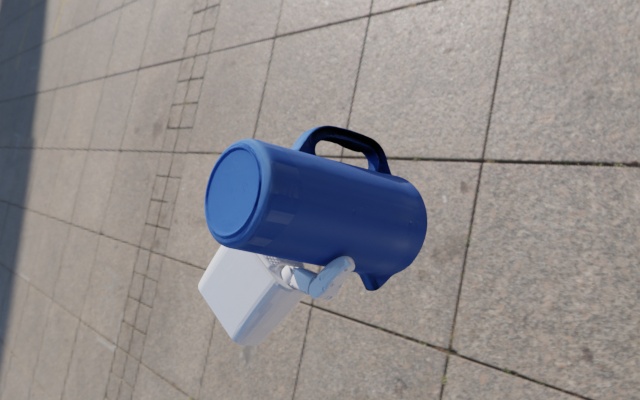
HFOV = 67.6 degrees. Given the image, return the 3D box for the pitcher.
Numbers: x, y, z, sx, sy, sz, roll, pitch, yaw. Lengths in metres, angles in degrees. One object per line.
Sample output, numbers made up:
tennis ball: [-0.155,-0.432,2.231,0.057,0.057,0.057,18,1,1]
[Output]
pitcher: [0.000,0.002,0.537,0.243,0.145,0.149,15,31,-44]
